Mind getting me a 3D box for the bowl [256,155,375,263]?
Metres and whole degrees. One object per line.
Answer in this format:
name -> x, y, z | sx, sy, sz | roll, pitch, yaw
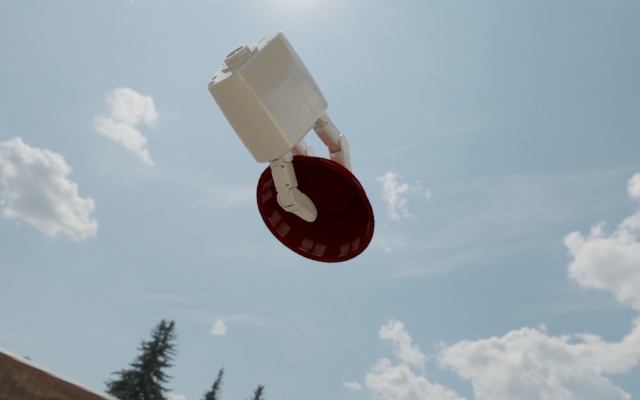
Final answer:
bowl -> 0.001, 0.003, 0.618 | 0.162, 0.162, 0.055 | 0, 32, 27
